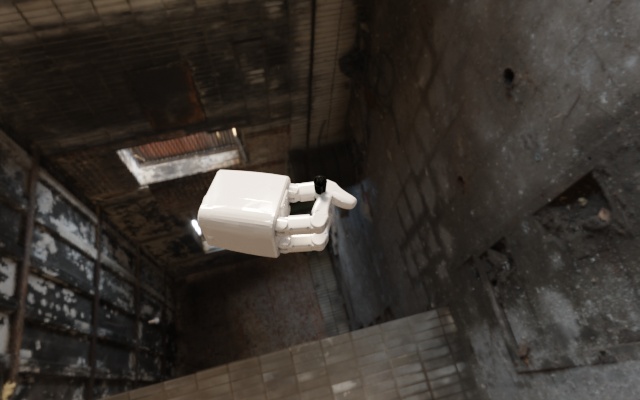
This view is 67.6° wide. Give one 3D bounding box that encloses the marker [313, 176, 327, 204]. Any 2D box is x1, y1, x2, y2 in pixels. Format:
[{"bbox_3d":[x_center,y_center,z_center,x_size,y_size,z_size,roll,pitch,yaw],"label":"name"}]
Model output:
[{"bbox_3d":[0.000,0.002,0.694,0.020,0.020,0.121,0,-31,1],"label":"marker"}]
